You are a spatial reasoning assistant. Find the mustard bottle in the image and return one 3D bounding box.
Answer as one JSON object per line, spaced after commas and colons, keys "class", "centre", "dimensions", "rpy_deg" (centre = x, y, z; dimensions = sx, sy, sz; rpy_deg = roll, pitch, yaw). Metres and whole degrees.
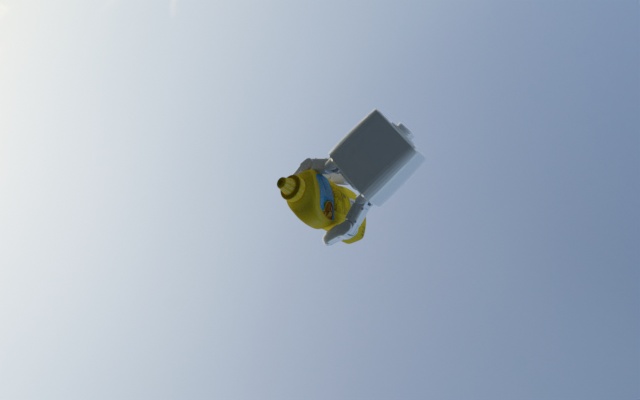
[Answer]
{"class": "mustard bottle", "centre": [0.000, 0.003, 0.771], "dimensions": [0.058, 0.096, 0.192], "rpy_deg": [-24, -32, 30]}
